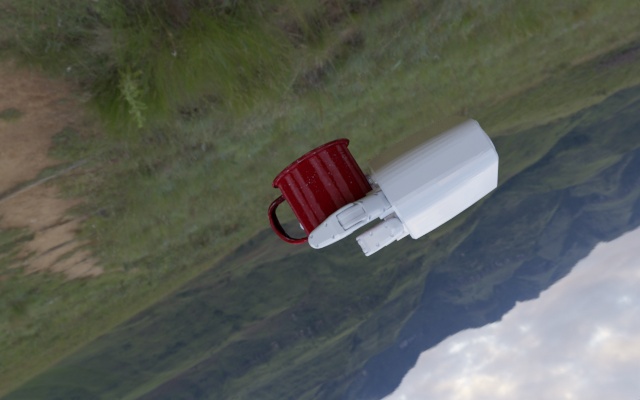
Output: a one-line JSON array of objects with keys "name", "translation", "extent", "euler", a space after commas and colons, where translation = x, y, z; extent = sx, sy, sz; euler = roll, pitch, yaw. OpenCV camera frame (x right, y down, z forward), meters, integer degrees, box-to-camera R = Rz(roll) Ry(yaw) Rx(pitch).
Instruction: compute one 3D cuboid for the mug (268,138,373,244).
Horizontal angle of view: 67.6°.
[{"name": "mug", "translation": [-0.001, 0.003, 0.493], "extent": [0.117, 0.081, 0.093], "euler": [-32, -8, 9]}]
